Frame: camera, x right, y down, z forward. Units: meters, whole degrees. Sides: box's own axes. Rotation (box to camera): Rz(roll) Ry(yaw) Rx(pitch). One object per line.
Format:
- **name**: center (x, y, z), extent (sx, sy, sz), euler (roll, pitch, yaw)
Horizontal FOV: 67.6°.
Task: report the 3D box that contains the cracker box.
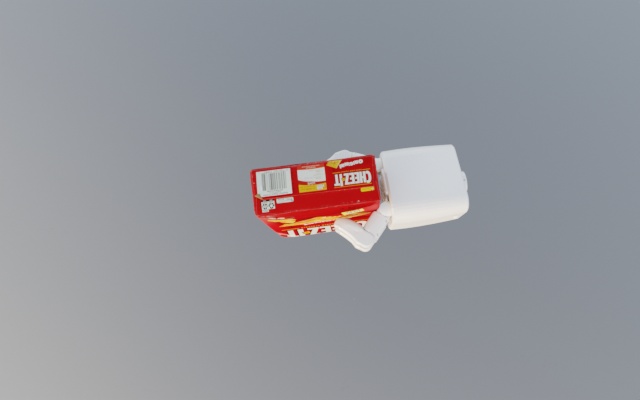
- **cracker box**: center (0.000, 0.002, 0.706), extent (0.164, 0.072, 0.214), euler (-7, -12, 3)
